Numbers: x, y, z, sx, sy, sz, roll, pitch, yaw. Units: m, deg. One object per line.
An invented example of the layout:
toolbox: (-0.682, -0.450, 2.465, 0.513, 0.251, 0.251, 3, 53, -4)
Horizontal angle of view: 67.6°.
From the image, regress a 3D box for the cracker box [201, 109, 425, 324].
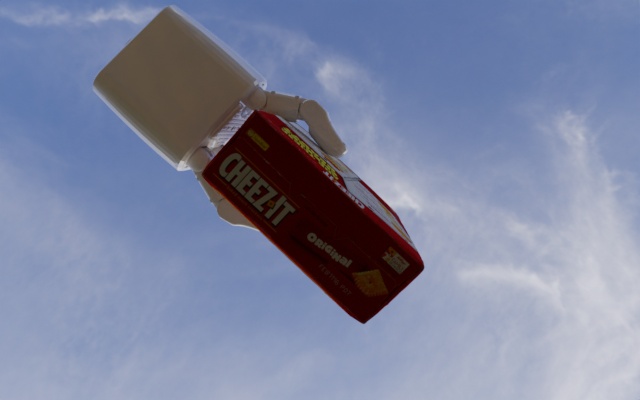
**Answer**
cracker box: (0.000, 0.001, 0.438, 0.164, 0.072, 0.213, 43, 9, -2)
